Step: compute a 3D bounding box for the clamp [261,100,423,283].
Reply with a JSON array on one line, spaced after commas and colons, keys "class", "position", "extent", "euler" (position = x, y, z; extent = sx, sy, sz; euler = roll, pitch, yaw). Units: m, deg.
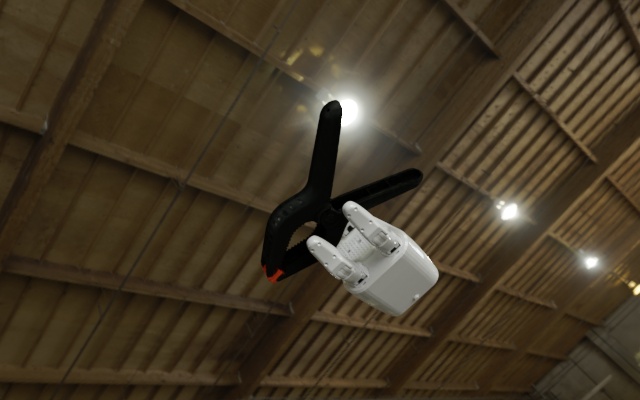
[{"class": "clamp", "position": [0.000, 0.002, 0.523], "extent": [0.165, 0.210, 0.036], "euler": [41, 8, -40]}]
